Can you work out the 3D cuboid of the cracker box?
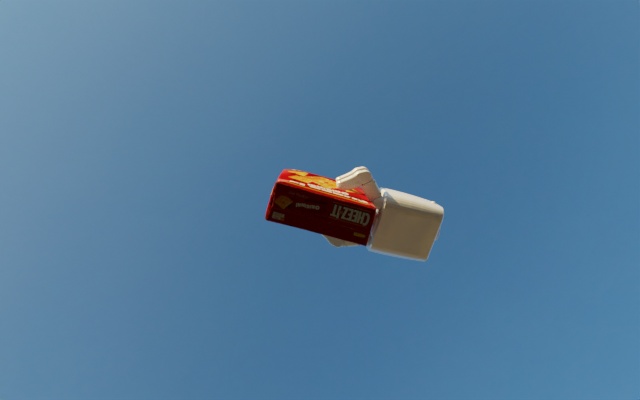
[{"bbox_3d":[0.000,0.003,0.829,0.164,0.072,0.213,14,8,-3],"label":"cracker box"}]
